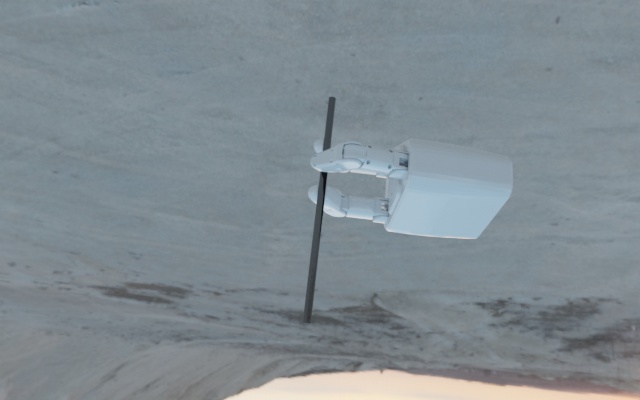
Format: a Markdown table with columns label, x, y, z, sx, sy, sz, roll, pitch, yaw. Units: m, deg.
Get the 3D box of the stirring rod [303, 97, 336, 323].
| label | x | y | z | sx | sy | sz | roll | pitch | yaw |
| --- | --- | --- | --- | --- | --- | --- | --- | --- | --- |
| stirring rod | 0.000 | 0.001 | 0.487 | 0.011 | 0.239 | 0.011 | 6 | -18 | 2 |
